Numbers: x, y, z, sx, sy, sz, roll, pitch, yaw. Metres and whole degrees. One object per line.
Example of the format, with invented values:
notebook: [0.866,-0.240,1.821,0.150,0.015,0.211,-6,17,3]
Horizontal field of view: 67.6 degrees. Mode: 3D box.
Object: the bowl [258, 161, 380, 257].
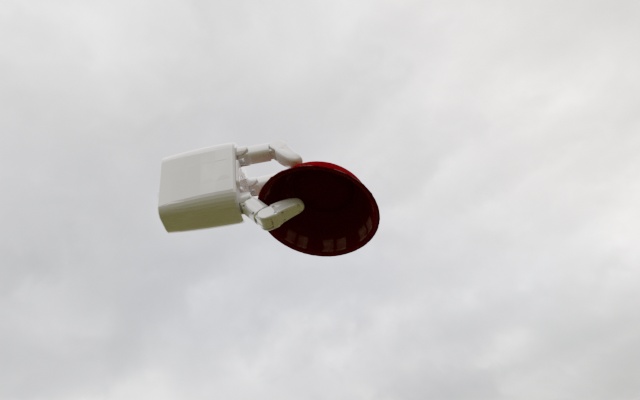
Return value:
bowl: [0.001,0.002,0.639,0.162,0.162,0.055,0,42,11]
